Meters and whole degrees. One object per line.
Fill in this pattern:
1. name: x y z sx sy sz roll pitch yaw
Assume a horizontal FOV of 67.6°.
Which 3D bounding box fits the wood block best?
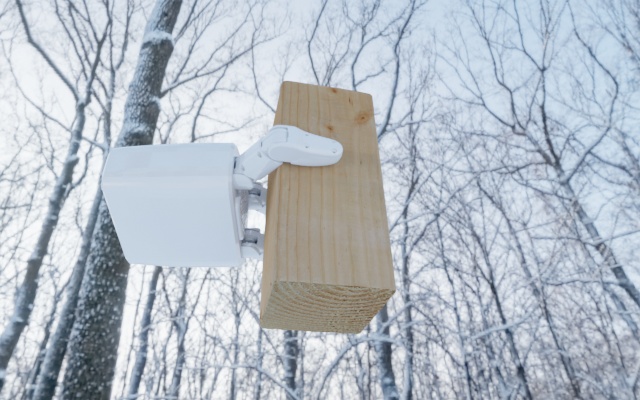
1. wood block: 0.000 0.001 0.424 0.090 0.206 0.091 7 -36 -11
